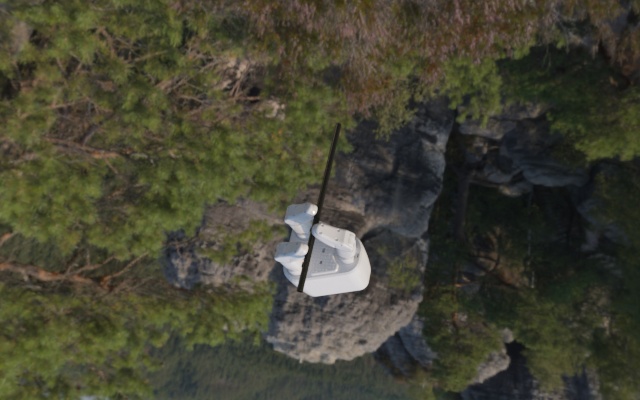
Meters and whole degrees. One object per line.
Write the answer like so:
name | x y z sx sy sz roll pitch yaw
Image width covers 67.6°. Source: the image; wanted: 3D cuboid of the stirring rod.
stirring rod | 0.000 0.002 0.623 0.011 0.239 0.011 11 -22 5
